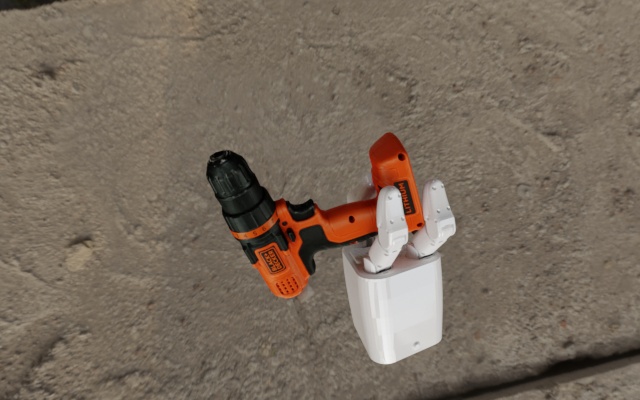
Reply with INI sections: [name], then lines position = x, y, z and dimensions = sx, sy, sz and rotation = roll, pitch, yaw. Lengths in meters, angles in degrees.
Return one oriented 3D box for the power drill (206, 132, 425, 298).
[power drill]
position = 0.001, 0.002, 0.481
dimensions = 0.187, 0.185, 0.057
rotation = -22, 36, 3
